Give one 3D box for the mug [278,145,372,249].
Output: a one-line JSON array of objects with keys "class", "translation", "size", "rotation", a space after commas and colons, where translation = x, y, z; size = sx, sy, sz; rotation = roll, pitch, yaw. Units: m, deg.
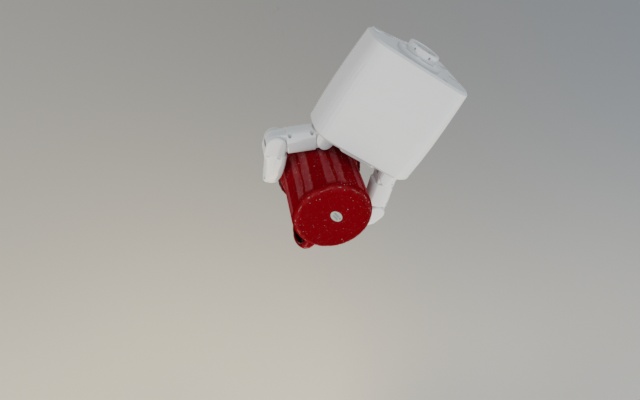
[{"class": "mug", "translation": [-0.001, 0.003, 0.504], "size": [0.093, 0.117, 0.081], "rotation": [18, 32, -25]}]
